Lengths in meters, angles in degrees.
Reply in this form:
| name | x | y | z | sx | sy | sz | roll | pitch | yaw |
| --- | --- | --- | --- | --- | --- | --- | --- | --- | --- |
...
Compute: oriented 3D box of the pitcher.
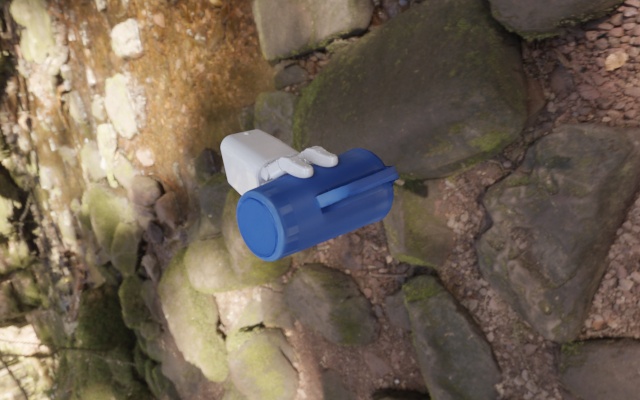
| name | x | y | z | sx | sy | sz | roll | pitch | yaw |
| --- | --- | --- | --- | --- | --- | --- | --- | --- | --- |
| pitcher | 0.000 | 0.002 | 0.746 | 0.243 | 0.149 | 0.145 | -22 | 46 | -41 |
